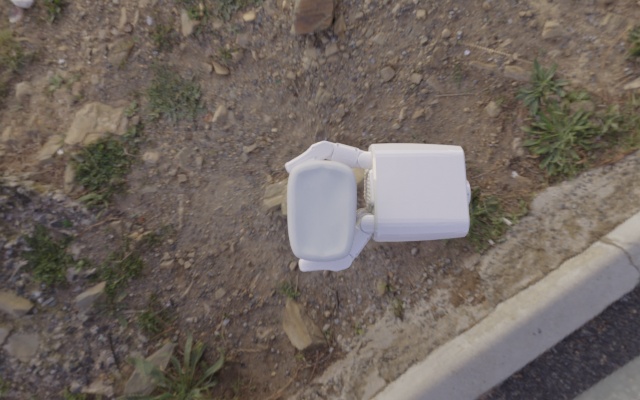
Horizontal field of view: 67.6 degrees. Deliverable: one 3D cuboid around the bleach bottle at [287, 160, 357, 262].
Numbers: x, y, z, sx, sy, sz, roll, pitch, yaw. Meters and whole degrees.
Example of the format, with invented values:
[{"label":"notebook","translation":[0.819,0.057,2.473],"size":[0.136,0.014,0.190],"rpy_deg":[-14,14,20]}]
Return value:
[{"label":"bleach bottle","translation":[0.000,0.002,0.580],"size":[0.068,0.102,0.251],"rpy_deg":[1,5,-1]}]
